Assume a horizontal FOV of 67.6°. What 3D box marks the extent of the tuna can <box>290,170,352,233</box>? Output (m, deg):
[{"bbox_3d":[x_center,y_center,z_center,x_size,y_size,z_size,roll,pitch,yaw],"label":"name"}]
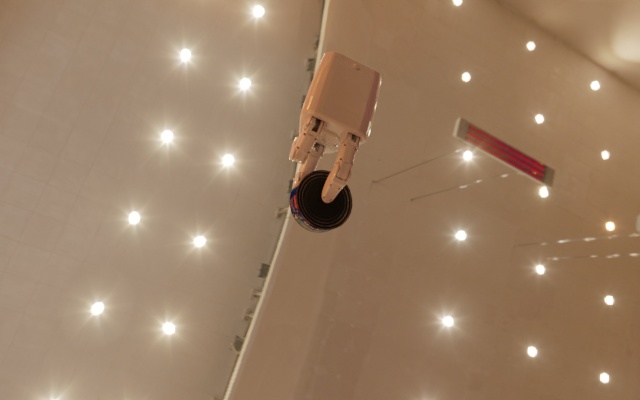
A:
[{"bbox_3d":[0.000,0.002,0.679,0.086,0.086,0.034,0,-14,-24],"label":"tuna can"}]
